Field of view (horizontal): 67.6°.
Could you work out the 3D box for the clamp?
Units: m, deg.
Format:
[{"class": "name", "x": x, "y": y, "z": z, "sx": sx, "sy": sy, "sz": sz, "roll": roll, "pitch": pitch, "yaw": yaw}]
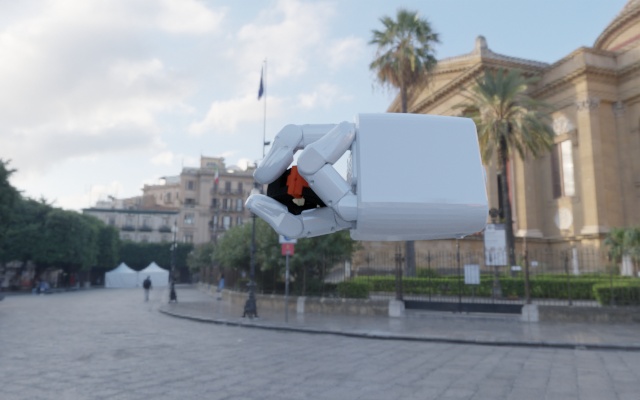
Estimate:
[{"class": "clamp", "x": 0.000, "y": 0.001, "z": 0.496, "sx": 0.120, "sy": 0.039, "sz": 0.171, "roll": 1, "pitch": -9, "yaw": -1}]
